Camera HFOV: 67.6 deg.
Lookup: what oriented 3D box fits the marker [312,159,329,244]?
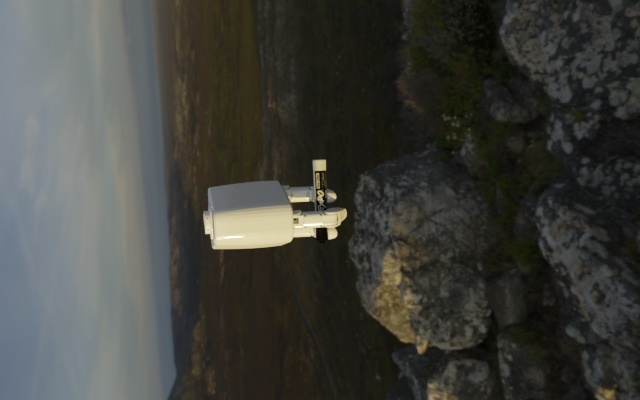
[{"bbox_3d":[0.000,0.002,0.680,0.020,0.121,0.020,-2,8,0],"label":"marker"}]
